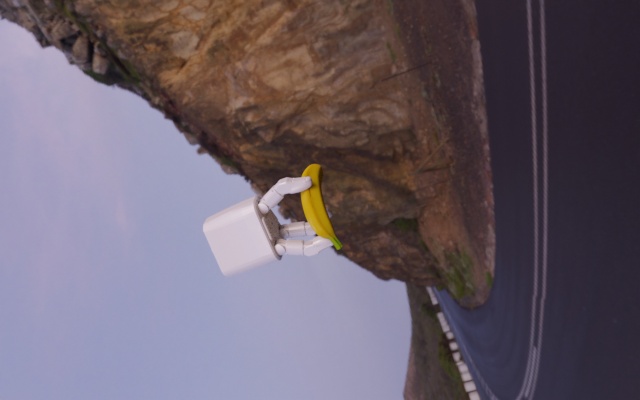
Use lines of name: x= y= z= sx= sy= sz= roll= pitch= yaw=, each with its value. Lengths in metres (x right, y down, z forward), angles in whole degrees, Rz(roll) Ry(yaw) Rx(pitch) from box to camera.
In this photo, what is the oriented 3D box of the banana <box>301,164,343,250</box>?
banana: x=-0.008 y=-0.005 z=0.819 sx=0.037 sy=0.197 sz=0.070 roll=-25 pitch=-43 yaw=15
